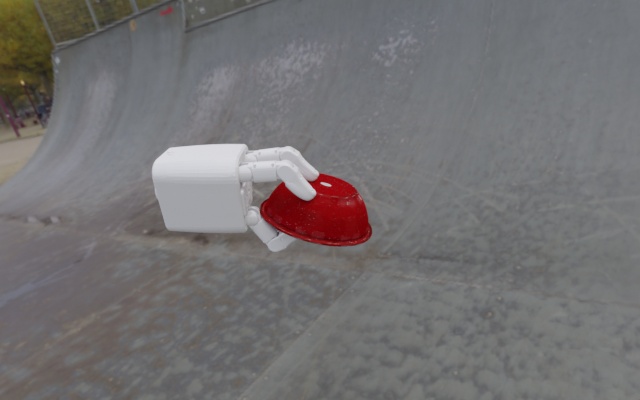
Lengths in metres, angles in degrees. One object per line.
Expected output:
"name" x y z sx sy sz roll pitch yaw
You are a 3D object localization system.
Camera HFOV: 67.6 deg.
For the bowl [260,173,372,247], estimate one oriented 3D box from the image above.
"bowl" 0.001 0.002 0.660 0.162 0.055 0.162 12 20 -5
